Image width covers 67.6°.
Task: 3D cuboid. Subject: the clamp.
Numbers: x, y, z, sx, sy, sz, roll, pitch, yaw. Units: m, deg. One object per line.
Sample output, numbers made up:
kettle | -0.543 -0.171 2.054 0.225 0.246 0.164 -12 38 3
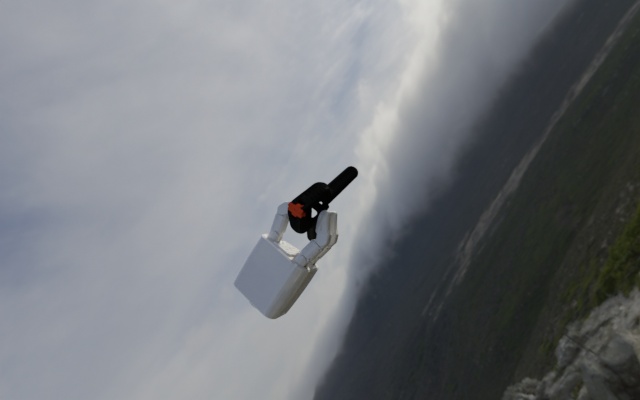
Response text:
clamp | -0.001 0.002 0.821 0.036 0.164 0.210 32 5 15
